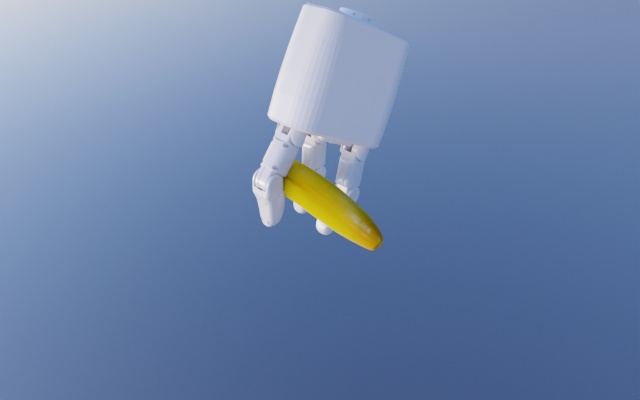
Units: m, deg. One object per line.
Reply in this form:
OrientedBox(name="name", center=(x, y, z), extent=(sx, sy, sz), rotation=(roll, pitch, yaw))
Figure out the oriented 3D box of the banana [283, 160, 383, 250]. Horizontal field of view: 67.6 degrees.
OrientedBox(name="banana", center=(-0.013, -0.009, 0.466), extent=(0.070, 0.037, 0.197), rotation=(41, -7, -35))
